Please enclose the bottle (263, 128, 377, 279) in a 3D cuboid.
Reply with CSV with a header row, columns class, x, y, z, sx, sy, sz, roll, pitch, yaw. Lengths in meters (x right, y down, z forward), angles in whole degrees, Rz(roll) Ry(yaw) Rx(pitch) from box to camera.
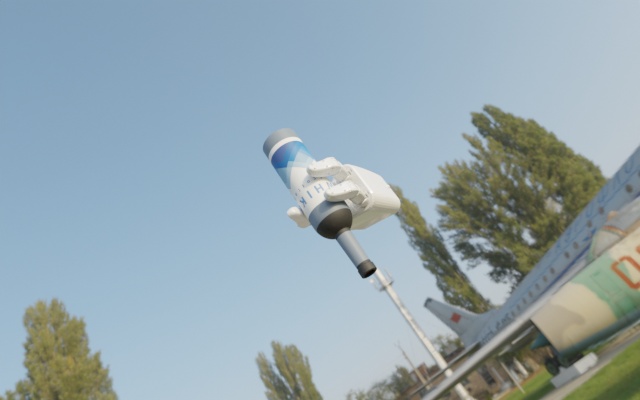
class,x,y,z,sx,sy,sz,roll,pitch,yaw
bottle,0.000,0.002,0.784,0.069,0.295,0.069,-26,-29,-16
